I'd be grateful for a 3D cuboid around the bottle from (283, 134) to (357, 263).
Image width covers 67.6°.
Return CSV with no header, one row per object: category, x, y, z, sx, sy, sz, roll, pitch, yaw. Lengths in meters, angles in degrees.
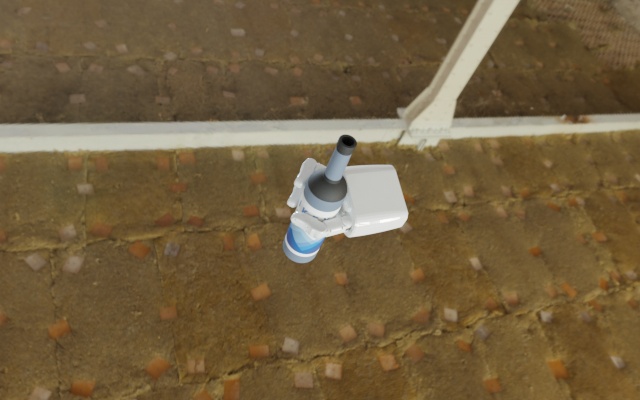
bottle,0.000,0.003,0.787,0.069,0.069,0.296,0,-36,-19
